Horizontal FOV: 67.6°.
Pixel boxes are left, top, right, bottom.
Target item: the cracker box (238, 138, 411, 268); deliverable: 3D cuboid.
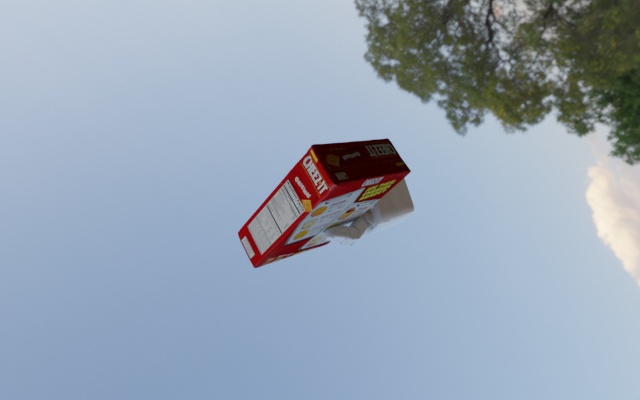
[{"bbox_3d":[0.000,0.003,0.690,0.164,0.072,0.214,-13,-25,-46],"label":"cracker box"}]
